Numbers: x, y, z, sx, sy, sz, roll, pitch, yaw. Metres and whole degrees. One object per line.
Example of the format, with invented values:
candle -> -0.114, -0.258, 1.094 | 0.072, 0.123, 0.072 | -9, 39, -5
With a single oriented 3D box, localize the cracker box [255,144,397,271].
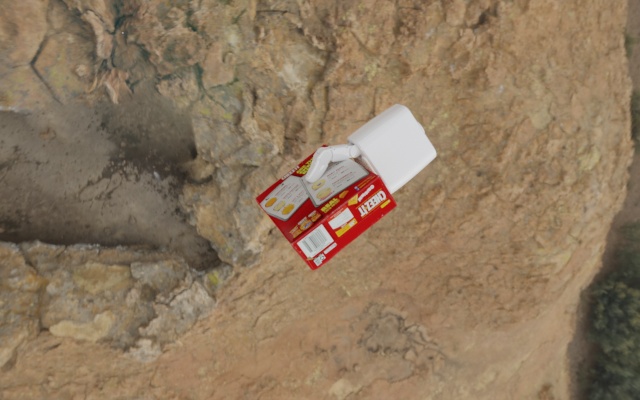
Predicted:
cracker box -> 0.000, 0.002, 0.783 | 0.164, 0.072, 0.213 | -38, 28, -6
